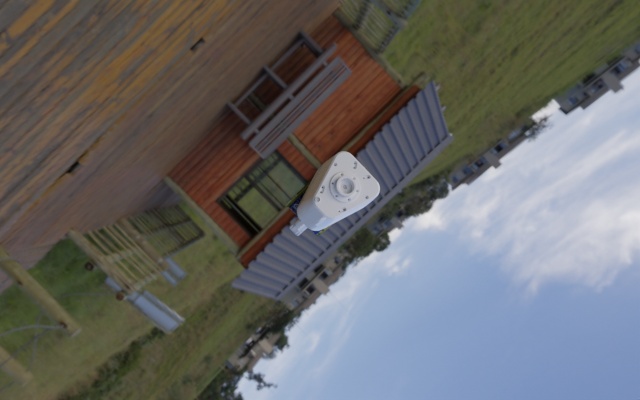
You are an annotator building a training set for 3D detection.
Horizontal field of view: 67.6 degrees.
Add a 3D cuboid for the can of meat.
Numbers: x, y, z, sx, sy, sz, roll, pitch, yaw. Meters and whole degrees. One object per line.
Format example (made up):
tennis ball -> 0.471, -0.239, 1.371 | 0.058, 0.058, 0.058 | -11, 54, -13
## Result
can of meat -> 0.000, 0.003, 0.887 | 0.102, 0.084, 0.057 | -45, 2, -22
